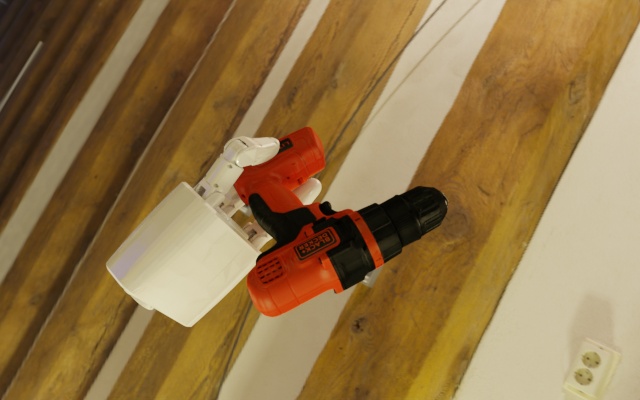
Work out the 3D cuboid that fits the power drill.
[{"bbox_3d":[0.000,0.001,0.453,0.184,0.057,0.187,-26,40,-6],"label":"power drill"}]
